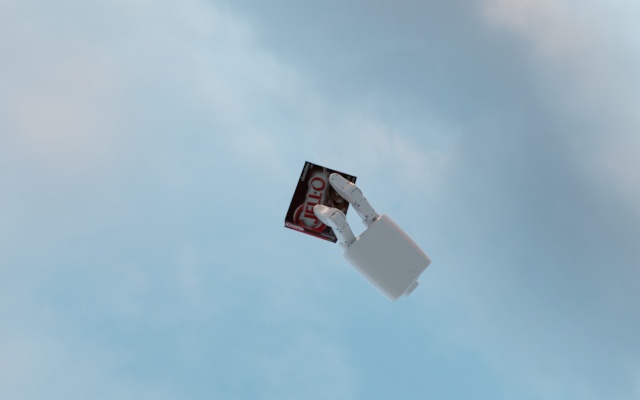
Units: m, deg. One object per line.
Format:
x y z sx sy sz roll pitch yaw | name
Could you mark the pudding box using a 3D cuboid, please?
0.000 0.003 0.767 0.090 0.113 0.039 18 -24 0 | pudding box
